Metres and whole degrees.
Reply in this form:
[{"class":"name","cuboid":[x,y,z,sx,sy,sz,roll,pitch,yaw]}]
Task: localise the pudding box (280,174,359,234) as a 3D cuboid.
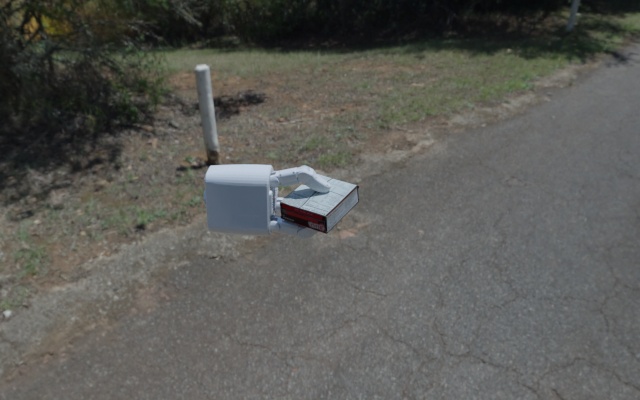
[{"class":"pudding box","cuboid":[0.000,0.002,0.794,0.090,0.039,0.113,18,39,27]}]
